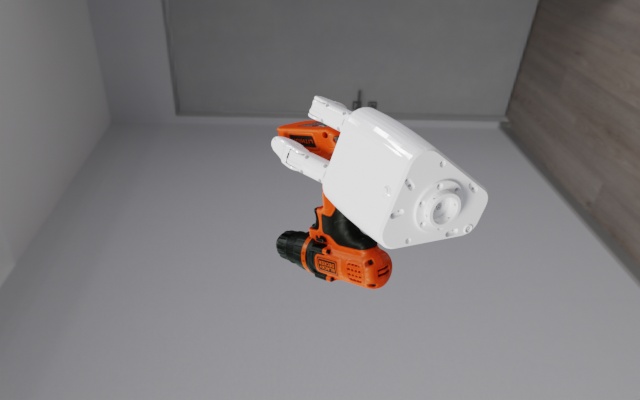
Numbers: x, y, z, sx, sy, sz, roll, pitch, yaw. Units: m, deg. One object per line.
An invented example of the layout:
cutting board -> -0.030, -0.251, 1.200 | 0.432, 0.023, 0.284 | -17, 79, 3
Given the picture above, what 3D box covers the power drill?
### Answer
power drill -> 0.000, 0.001, 0.563 | 0.057, 0.188, 0.184 | -22, 20, -39
